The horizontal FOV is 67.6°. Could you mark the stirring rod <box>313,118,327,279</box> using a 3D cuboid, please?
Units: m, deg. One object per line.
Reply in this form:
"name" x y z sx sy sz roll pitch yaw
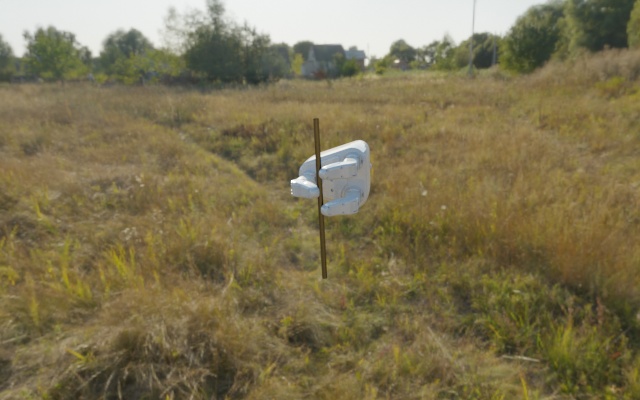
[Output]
"stirring rod" 0.000 0.002 0.695 0.011 0.239 0.011 -3 16 1
